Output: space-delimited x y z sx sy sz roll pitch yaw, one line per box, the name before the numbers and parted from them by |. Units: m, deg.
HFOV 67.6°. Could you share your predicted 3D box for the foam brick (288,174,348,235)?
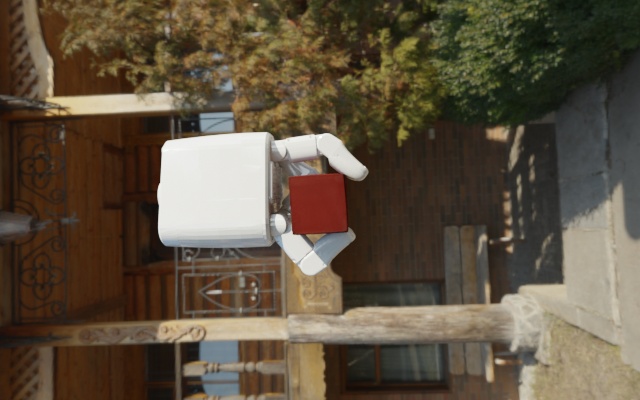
foam brick | 0.000 0.001 0.453 0.051 0.053 0.078 -3 3 3
